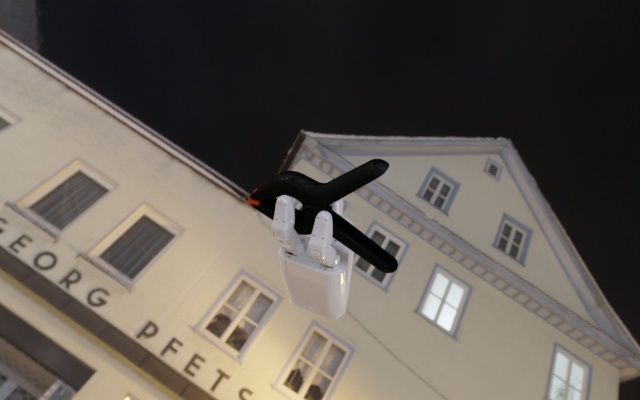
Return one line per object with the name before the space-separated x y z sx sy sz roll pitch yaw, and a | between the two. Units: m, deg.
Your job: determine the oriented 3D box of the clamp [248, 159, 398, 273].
clamp | 0.000 0.002 0.597 0.210 0.165 0.036 16 42 23
